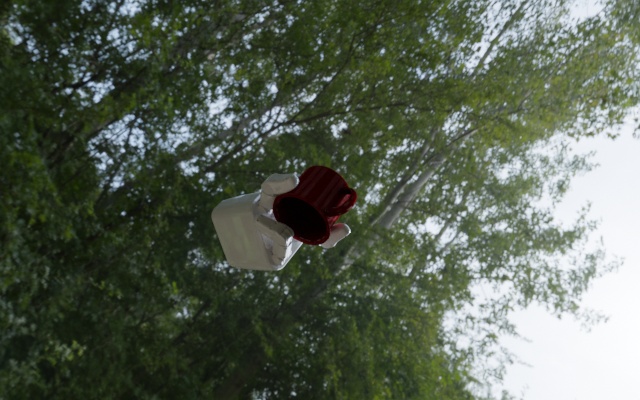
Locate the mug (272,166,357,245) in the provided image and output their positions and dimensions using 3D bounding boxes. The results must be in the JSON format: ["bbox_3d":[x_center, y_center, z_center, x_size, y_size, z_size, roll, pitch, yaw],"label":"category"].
[{"bbox_3d":[0.001,0.002,0.679,0.117,0.093,0.081,-7,33,41],"label":"mug"}]
